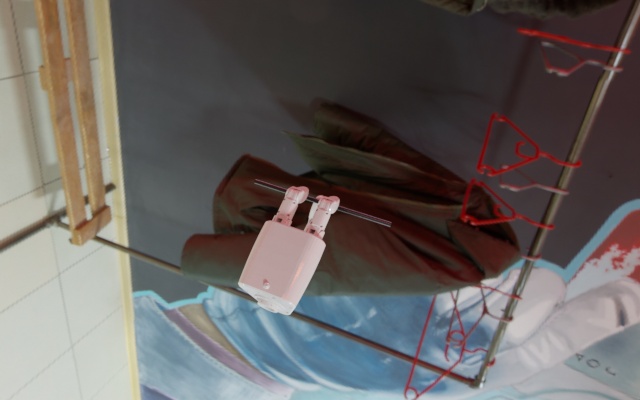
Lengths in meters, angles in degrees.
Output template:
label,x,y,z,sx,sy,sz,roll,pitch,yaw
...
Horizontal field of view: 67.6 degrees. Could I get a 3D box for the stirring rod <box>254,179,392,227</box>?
label,x,y,z,sx,sy,sz,roll,pitch,yaw
stirring rod,0.000,0.003,0.779,0.239,0.011,0.011,18,5,15
